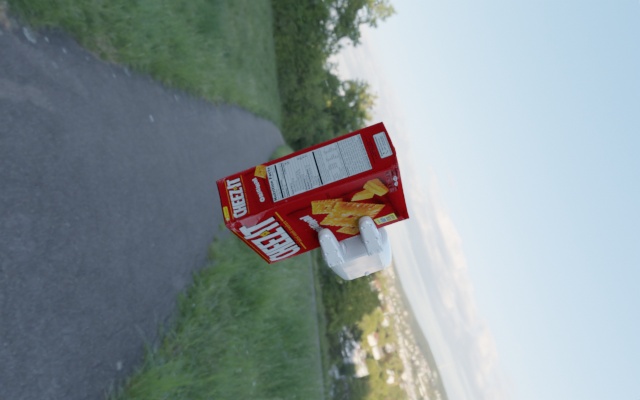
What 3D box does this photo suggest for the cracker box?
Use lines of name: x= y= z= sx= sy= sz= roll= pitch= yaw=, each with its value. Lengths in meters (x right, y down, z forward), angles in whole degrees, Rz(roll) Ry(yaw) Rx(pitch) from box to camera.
cracker box: x=0.000 y=0.002 z=0.617 sx=0.214 sy=0.072 sz=0.164 roll=-19 pitch=-27 yaw=5
